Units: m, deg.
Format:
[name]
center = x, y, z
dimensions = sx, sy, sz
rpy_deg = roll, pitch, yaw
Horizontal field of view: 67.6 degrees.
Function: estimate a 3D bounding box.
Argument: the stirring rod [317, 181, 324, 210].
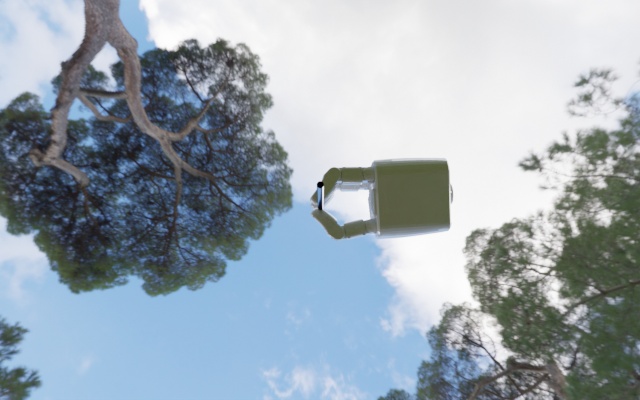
[stirring rod]
center = 0.000, 0.002, 0.641
dimensions = 0.011, 0.011, 0.239
rpy_deg = 0, -9, 0
